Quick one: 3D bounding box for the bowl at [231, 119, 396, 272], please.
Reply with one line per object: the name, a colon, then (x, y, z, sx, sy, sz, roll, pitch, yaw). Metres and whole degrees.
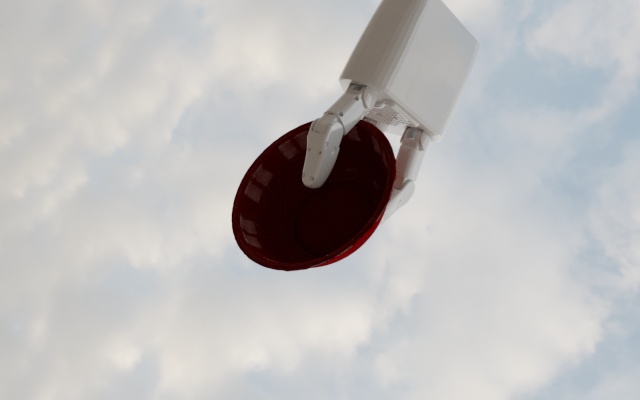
bowl: (-0.001, 0.003, 0.439, 0.162, 0.162, 0.055, 0, -32, 31)
